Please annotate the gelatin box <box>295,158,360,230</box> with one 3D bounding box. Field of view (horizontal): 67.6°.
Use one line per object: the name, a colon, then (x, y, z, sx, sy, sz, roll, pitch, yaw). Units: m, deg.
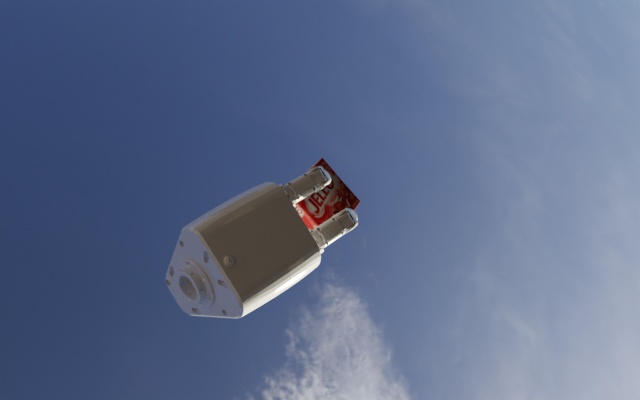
gelatin box: (0.000, 0.002, 0.562, 0.030, 0.073, 0.089, -35, 10, 41)
